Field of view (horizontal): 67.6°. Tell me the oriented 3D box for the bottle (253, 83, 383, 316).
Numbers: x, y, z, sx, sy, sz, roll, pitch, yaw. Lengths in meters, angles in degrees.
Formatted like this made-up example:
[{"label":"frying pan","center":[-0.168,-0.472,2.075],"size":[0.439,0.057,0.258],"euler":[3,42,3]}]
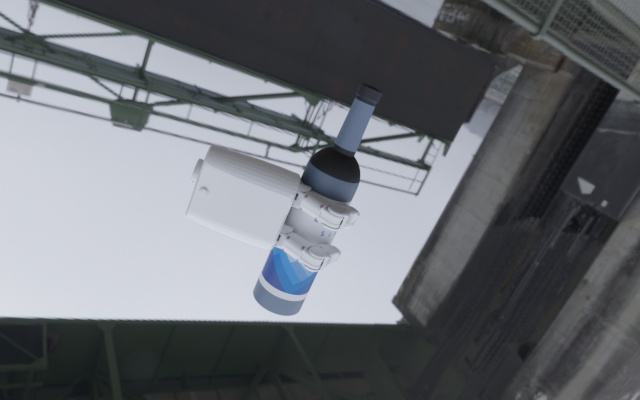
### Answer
[{"label":"bottle","center":[0.000,0.002,0.576],"size":[0.069,0.296,0.069],"euler":[22,19,-8]}]
